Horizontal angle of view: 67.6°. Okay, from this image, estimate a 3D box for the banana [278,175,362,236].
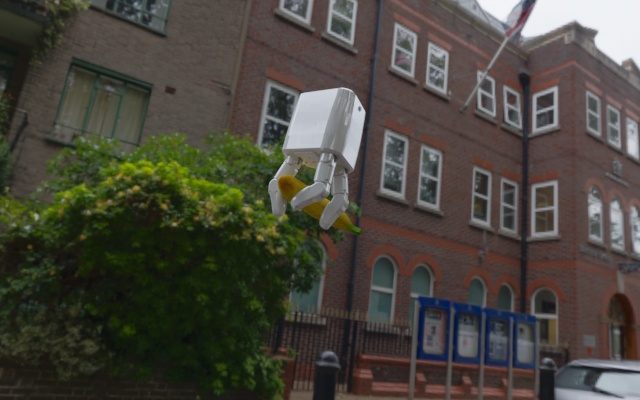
[{"bbox_3d":[-0.010,0.002,0.778,0.069,0.037,0.198,8,-18,48],"label":"banana"}]
